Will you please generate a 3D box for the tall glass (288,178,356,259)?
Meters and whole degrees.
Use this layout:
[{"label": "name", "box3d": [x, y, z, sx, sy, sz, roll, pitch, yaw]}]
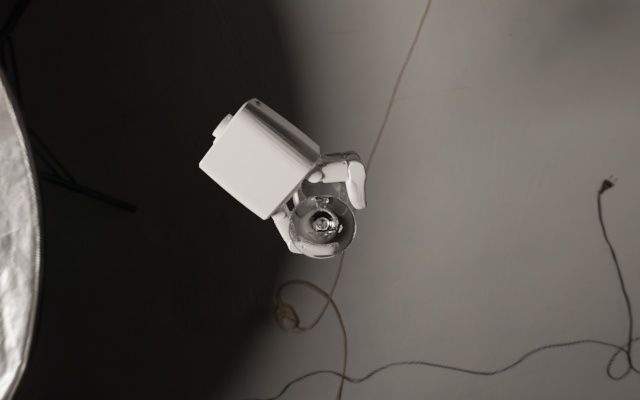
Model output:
[{"label": "tall glass", "box3d": [0.000, 0.002, 0.613, 0.079, 0.079, 0.201, 0, 16, -1]}]
